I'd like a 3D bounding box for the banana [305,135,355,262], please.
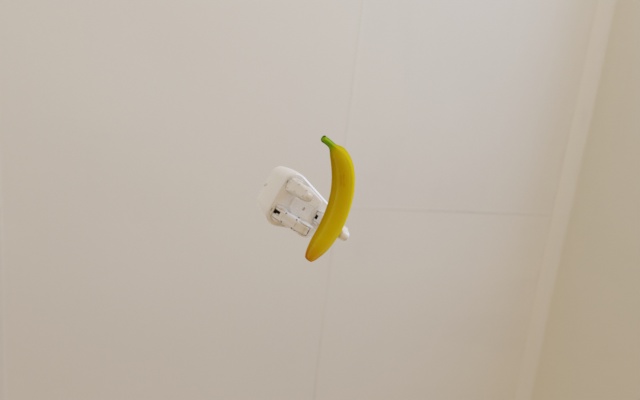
[{"bbox_3d":[0.018,0.000,0.740,0.069,0.198,0.037,3,12,-20],"label":"banana"}]
